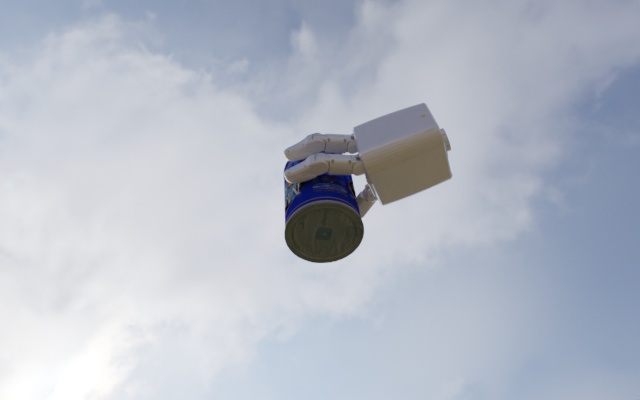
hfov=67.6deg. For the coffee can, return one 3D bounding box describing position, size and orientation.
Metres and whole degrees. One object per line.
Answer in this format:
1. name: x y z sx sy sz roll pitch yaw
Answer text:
1. coffee can: 0.000 0.002 0.664 0.103 0.103 0.140 0 37 -5
